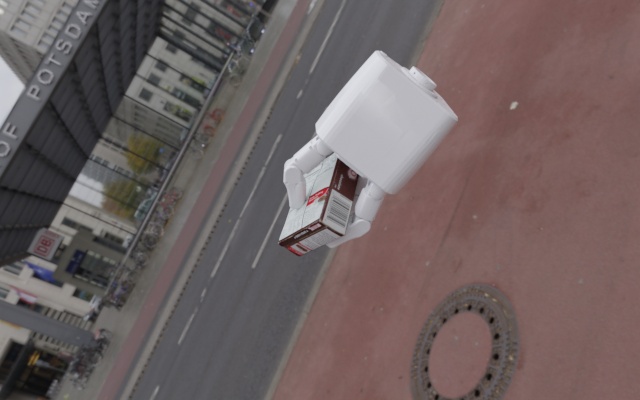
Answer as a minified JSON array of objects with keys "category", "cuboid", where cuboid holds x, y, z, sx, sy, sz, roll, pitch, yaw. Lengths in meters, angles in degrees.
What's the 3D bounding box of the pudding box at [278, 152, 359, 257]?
[{"category":"pudding box","cuboid":[0.000,0.002,0.575,0.039,0.113,0.090,34,-38,-21]}]
